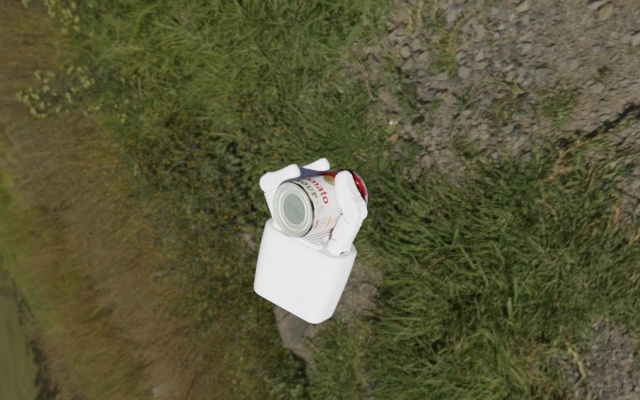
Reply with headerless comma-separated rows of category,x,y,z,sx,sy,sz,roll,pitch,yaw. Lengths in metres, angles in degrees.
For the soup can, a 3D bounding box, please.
soup can,0.000,0.002,0.580,0.068,0.068,0.102,0,11,43
